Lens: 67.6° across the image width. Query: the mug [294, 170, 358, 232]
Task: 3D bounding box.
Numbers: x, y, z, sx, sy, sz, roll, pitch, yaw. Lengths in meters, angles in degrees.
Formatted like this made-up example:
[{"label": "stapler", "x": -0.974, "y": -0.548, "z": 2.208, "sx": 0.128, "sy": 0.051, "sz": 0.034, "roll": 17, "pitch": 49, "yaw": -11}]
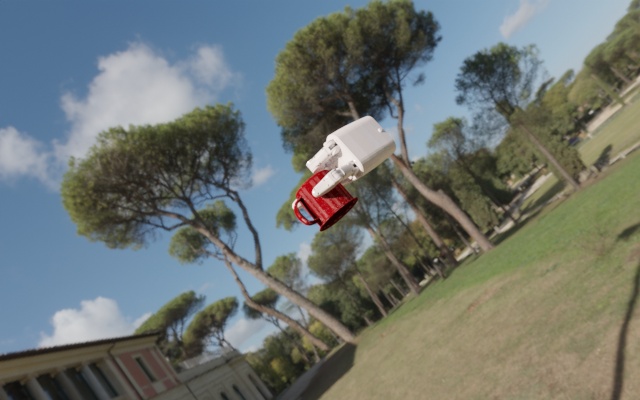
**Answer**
[{"label": "mug", "x": -0.001, "y": 0.003, "z": 0.878, "sx": 0.117, "sy": 0.081, "sz": 0.093, "roll": -33, "pitch": -14, "yaw": -32}]
